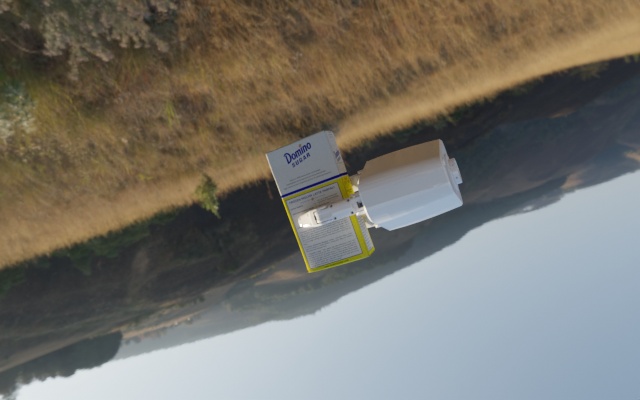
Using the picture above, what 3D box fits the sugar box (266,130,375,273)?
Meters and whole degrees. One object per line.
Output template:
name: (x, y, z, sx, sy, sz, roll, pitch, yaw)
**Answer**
sugar box: (0.000, 0.002, 0.651, 0.093, 0.176, 0.048, -19, -1, 18)
